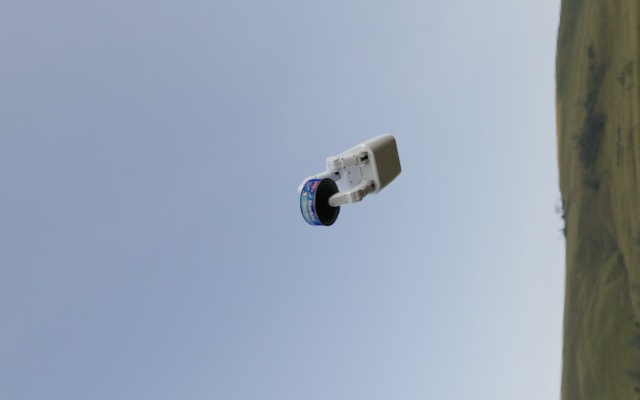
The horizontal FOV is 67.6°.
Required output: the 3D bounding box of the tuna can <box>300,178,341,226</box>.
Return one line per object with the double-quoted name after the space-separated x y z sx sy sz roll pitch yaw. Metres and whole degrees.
0.000 0.003 0.845 0.034 0.086 0.086 0 0 33 "tuna can"
